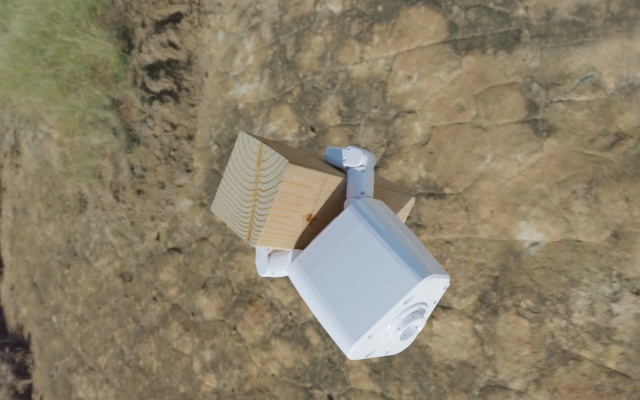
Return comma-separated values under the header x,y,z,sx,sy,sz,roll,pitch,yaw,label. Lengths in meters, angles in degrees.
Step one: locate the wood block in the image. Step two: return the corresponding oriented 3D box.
x,y,z,sx,sy,sz,roll,pitch,yaw,label
0.000,0.002,0.529,0.206,0.091,0.090,12,15,-46,wood block
